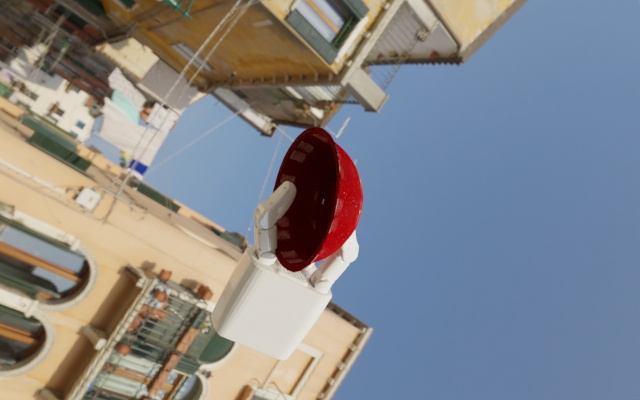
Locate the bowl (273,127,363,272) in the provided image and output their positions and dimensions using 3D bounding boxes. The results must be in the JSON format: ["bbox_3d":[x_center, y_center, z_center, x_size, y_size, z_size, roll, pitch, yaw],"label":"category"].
[{"bbox_3d":[0.001,0.001,0.538,0.055,0.162,0.162,10,-5,-28],"label":"bowl"}]
